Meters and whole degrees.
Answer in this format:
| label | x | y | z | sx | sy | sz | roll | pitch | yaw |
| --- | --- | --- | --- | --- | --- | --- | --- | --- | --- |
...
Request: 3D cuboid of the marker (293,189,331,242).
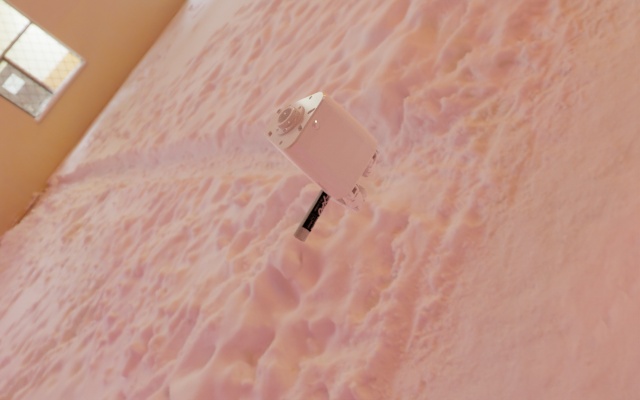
| label | x | y | z | sx | sy | sz | roll | pitch | yaw |
| --- | --- | --- | --- | --- | --- | --- | --- | --- | --- |
| marker | 0.000 | 0.002 | 0.670 | 0.020 | 0.121 | 0.020 | 29 | -13 | 8 |
